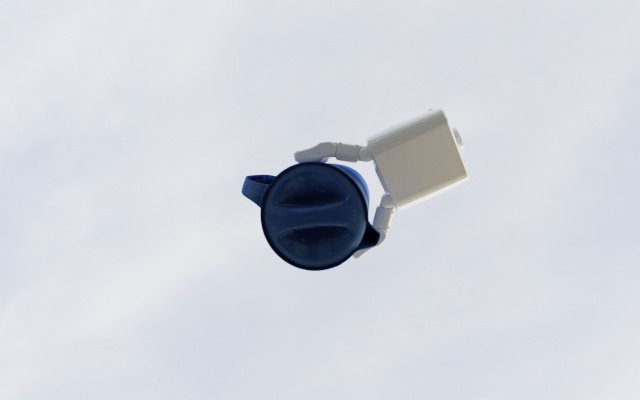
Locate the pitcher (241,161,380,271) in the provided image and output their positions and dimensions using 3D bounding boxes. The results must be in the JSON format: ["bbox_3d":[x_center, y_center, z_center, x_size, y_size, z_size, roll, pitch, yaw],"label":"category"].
[{"bbox_3d":[0.000,0.002,0.684,0.145,0.149,0.243,-25,2,11],"label":"pitcher"}]
